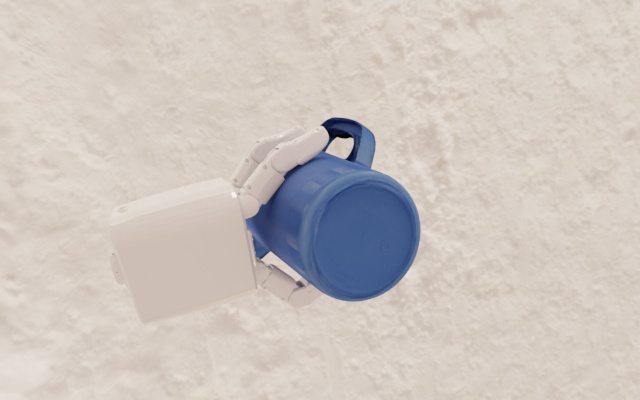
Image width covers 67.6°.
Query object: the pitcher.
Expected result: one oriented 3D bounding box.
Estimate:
[{"bbox_3d":[0.000,0.002,0.483,0.145,0.149,0.243,-15,14,-17],"label":"pitcher"}]
